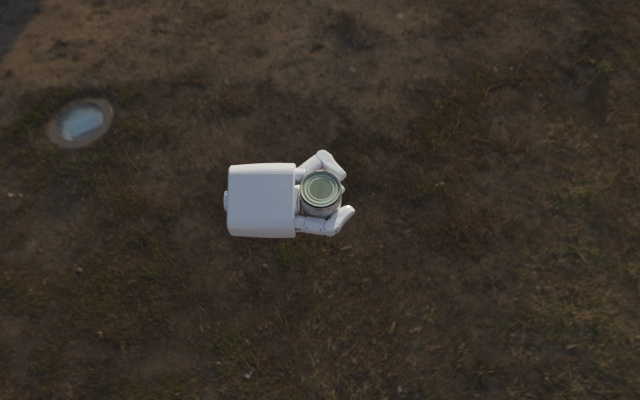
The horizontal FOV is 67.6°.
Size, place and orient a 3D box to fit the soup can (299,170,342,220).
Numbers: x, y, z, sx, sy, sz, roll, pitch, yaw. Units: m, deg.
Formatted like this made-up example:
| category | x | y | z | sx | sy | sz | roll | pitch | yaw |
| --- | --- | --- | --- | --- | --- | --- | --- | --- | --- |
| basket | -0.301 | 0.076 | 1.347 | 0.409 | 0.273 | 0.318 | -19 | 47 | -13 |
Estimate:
| category | x | y | z | sx | sy | sz | roll | pitch | yaw |
| --- | --- | --- | --- | --- | --- | --- | --- | --- | --- |
| soup can | 0.001 | 0.003 | 0.780 | 0.068 | 0.068 | 0.102 | 0 | -26 | 0 |
